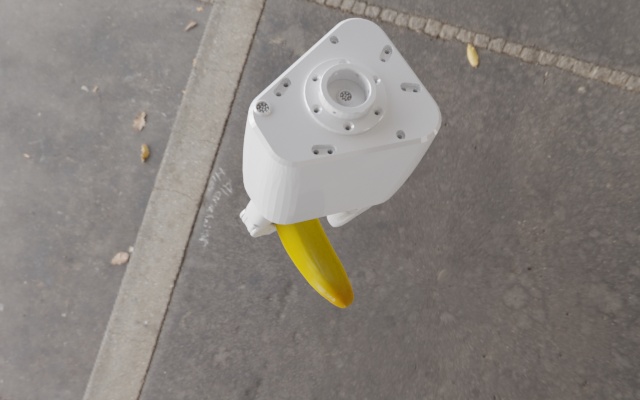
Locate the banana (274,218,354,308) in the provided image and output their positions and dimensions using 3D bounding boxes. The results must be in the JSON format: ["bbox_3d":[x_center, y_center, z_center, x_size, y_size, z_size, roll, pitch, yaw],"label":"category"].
[{"bbox_3d":[-0.017,-0.002,0.421,0.069,0.197,0.037,3,-25,-31],"label":"banana"}]
